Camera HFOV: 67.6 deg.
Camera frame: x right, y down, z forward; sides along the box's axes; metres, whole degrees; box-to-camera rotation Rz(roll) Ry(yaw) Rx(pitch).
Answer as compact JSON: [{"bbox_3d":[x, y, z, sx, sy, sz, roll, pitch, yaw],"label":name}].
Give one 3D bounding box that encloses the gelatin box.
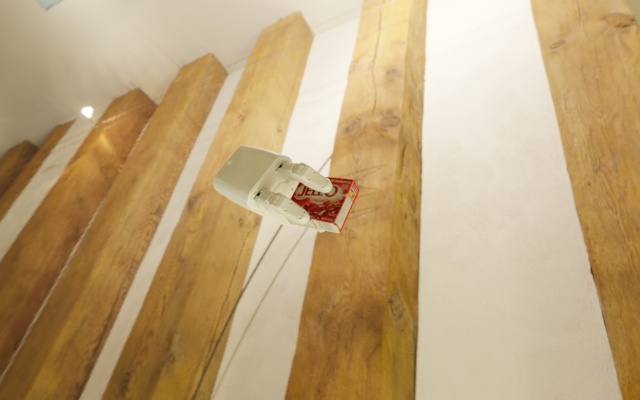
[{"bbox_3d":[0.001,0.003,0.671,0.089,0.073,0.030,9,-30,33],"label":"gelatin box"}]
